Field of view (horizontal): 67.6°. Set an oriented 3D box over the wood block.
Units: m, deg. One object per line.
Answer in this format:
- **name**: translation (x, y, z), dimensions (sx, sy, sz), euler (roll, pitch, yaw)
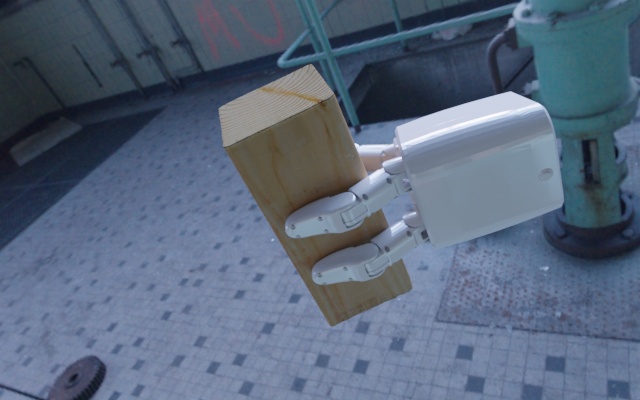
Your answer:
- **wood block**: translation (0.000, 0.001, 0.425), dimensions (0.090, 0.206, 0.090), euler (-25, 32, 2)
